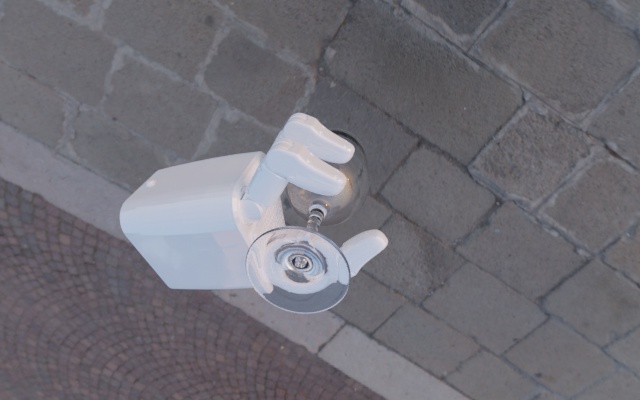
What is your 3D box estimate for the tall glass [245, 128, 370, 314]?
[{"bbox_3d":[0.000,0.002,0.412,0.079,0.079,0.201,0,29,11],"label":"tall glass"}]
